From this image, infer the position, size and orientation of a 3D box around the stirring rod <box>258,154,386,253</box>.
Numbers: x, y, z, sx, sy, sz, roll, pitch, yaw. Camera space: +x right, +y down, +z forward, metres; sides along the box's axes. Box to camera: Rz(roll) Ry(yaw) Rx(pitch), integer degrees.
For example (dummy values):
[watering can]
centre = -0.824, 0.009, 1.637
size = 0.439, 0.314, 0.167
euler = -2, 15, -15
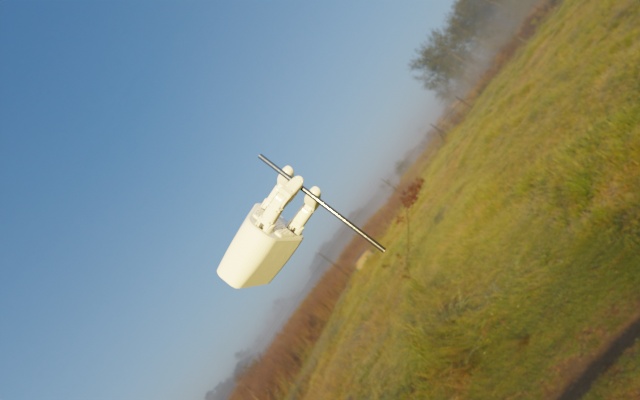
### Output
[stirring rod]
centre = 0.000, 0.002, 0.723
size = 0.239, 0.011, 0.011
euler = 37, 7, 9
